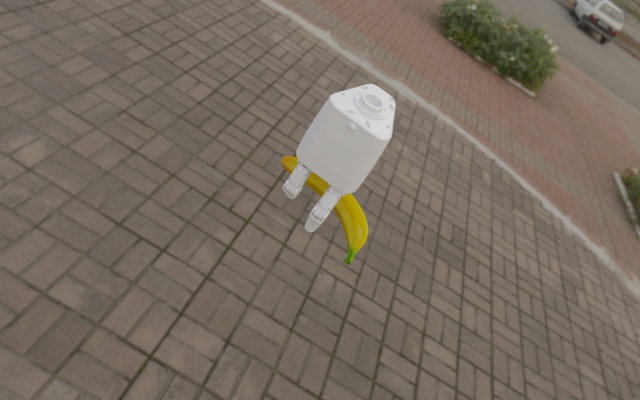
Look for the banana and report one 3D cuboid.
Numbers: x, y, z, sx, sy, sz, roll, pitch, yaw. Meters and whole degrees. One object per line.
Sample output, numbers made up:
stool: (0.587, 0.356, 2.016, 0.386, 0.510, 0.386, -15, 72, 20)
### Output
banana: (0.016, 0.000, 0.730, 0.069, 0.197, 0.037, -21, -23, -35)
